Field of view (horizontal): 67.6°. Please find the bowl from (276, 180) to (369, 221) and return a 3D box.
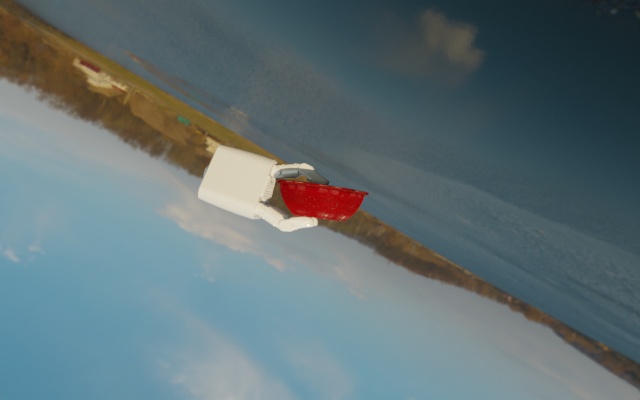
[{"bbox_3d":[0.001,0.003,0.820,0.162,0.055,0.162,7,-1,0],"label":"bowl"}]
